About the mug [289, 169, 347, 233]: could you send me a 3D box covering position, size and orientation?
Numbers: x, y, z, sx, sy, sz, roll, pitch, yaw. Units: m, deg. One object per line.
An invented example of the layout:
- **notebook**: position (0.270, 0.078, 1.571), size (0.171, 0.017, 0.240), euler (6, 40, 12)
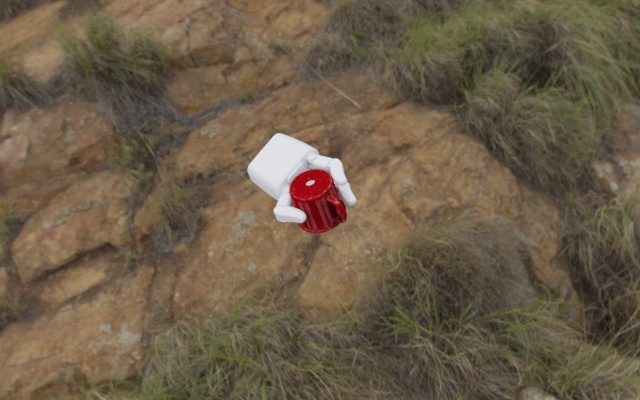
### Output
- **mug**: position (0.001, 0.003, 0.850), size (0.093, 0.082, 0.117), euler (-41, 47, -21)
